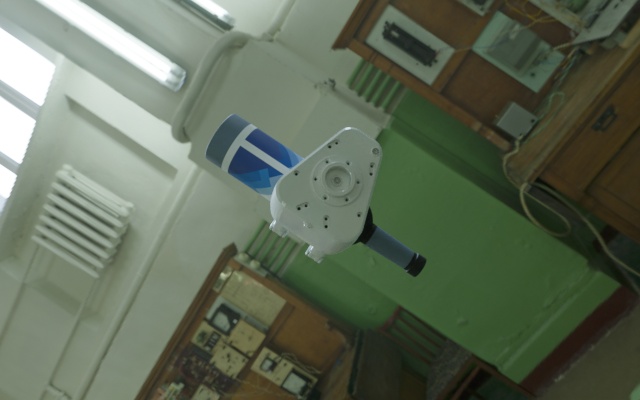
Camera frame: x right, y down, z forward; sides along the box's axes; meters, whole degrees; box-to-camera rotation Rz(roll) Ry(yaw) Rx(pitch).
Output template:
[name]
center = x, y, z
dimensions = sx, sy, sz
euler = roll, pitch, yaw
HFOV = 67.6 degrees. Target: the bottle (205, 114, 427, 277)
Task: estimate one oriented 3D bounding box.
[bottle]
center = 0.000, 0.002, 0.588
dimensions = 0.296, 0.069, 0.069
euler = 33, 0, 0
